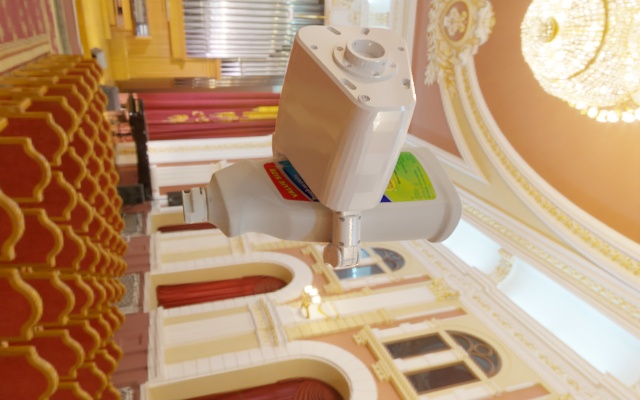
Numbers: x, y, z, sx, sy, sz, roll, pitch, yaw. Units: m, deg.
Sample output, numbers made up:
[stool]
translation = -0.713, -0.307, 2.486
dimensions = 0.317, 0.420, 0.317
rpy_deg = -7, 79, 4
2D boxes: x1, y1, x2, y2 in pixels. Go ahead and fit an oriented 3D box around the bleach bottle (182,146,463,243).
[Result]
[bleach bottle]
translation = 0.000, 0.001, 0.454
dimensions = 0.251, 0.102, 0.068
rpy_deg = -5, -39, -18
